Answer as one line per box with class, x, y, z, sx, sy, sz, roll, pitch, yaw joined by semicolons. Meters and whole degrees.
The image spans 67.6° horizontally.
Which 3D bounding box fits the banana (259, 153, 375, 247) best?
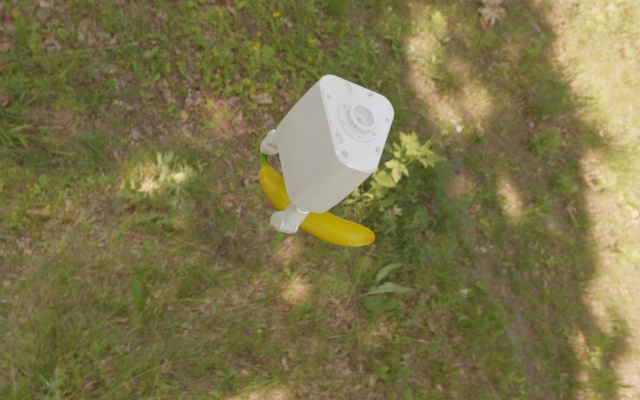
banana;-0.010;0.013;0.639;0.198;0.069;0.037;38;-38;-9
